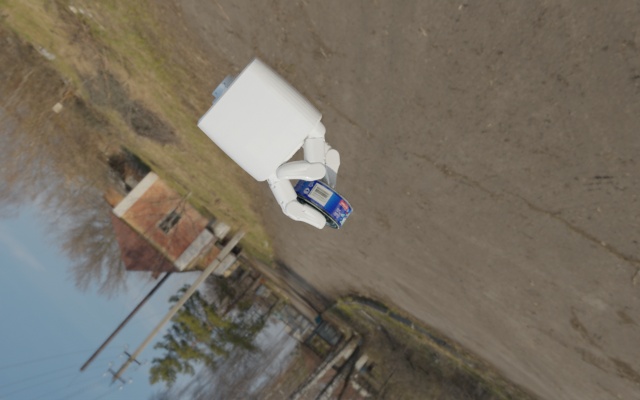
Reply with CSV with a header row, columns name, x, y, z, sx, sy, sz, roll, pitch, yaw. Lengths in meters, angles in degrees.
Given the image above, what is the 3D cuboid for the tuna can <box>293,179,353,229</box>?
name,x,y,z,sx,sy,sz,roll,pitch,yaw
tuna can,0.000,0.003,0.653,0.086,0.033,0.086,33,-11,8
